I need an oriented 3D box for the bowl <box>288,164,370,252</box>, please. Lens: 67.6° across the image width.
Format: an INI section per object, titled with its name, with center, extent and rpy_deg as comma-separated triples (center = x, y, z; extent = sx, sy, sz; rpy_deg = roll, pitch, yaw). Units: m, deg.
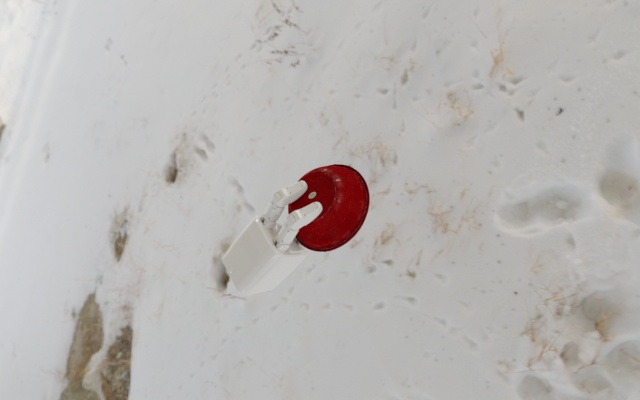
[bowl]
center = 0.001, 0.001, 0.809
extent = 0.162, 0.162, 0.055
rpy_deg = 0, -20, 34
